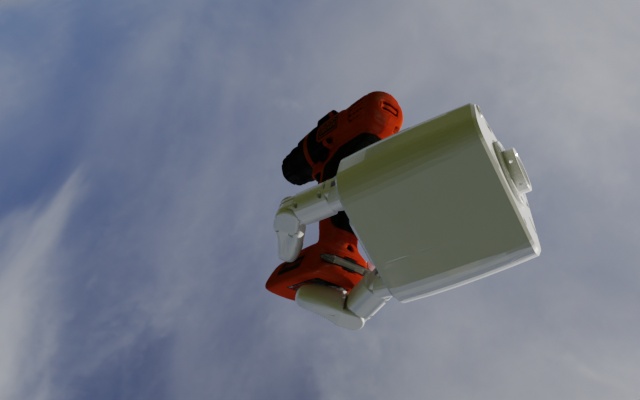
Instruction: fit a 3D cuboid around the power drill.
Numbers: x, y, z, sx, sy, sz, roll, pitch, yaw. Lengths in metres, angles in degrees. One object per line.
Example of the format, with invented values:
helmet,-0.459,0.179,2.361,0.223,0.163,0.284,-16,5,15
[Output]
power drill,0.000,0.002,0.470,0.057,0.187,0.184,23,-28,-25
